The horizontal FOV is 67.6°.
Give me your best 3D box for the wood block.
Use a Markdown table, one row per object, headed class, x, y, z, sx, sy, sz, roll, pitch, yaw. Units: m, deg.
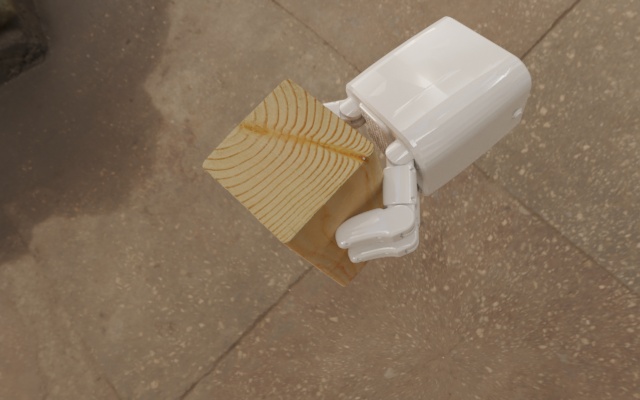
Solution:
| class | x | y | z | sx | sy | sz | roll | pitch | yaw |
| --- | --- | --- | --- | --- | --- | --- | --- | --- | --- |
| wood block | 0.000 | 0.001 | 0.415 | 0.090 | 0.090 | 0.206 | 42 | -4 | 22 |
